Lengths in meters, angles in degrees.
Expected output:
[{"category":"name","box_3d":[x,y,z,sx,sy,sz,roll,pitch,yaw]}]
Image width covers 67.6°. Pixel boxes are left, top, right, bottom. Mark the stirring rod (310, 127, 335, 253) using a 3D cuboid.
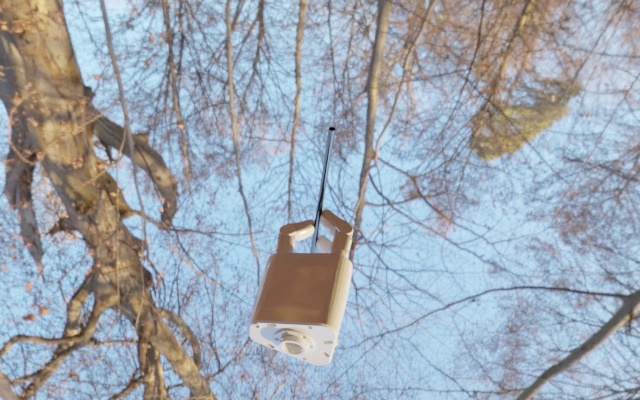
[{"category":"stirring rod","box_3d":[0.000,0.002,0.649,0.011,0.240,0.011,5,43,-4]}]
